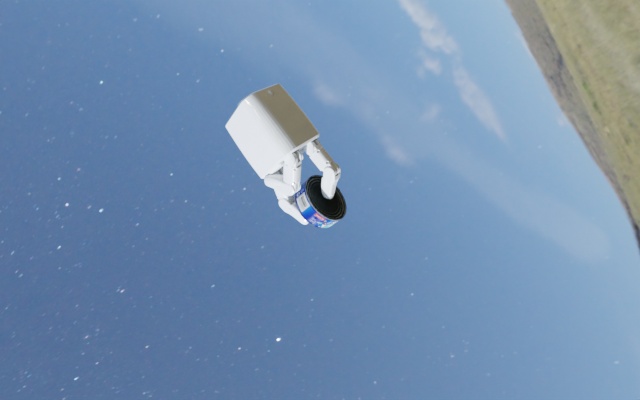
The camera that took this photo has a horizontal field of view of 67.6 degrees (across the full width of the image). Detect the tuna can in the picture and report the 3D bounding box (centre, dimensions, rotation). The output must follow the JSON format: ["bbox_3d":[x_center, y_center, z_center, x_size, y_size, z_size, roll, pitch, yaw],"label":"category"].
[{"bbox_3d":[0.000,0.003,0.787,0.086,0.086,0.034,0,-30,-46],"label":"tuna can"}]
